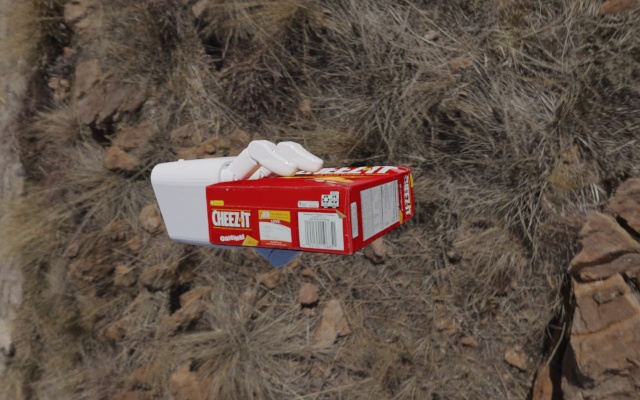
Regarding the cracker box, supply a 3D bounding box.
[{"bbox_3d":[0.000,0.002,0.552,0.164,0.072,0.213,1,9,26],"label":"cracker box"}]
